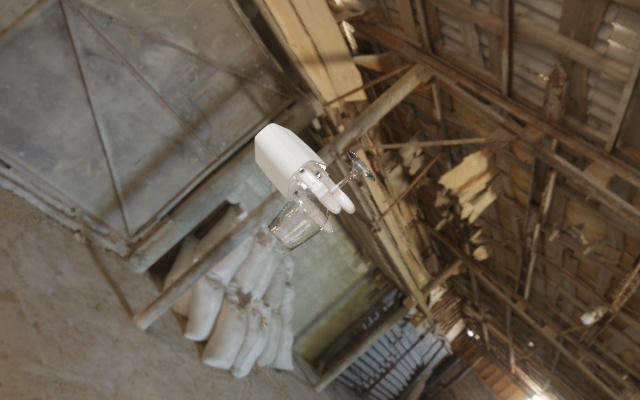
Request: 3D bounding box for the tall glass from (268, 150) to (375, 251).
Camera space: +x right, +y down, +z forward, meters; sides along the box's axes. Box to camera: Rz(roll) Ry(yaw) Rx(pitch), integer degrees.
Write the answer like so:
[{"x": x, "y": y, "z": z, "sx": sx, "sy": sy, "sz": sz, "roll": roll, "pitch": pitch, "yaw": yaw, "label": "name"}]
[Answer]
[{"x": 0.001, "y": 0.002, "z": 0.860, "sx": 0.201, "sy": 0.079, "sz": 0.079, "roll": -42, "pitch": 3, "yaw": -4, "label": "tall glass"}]
